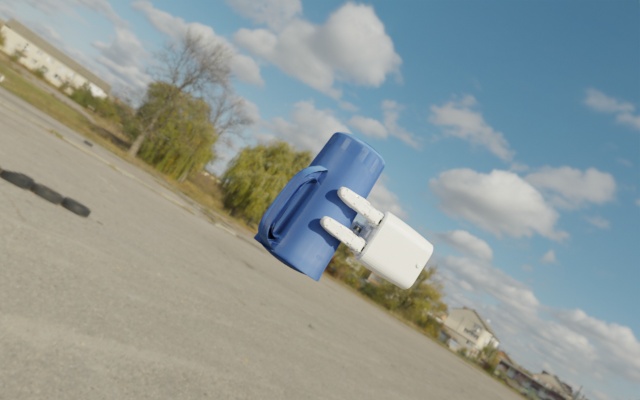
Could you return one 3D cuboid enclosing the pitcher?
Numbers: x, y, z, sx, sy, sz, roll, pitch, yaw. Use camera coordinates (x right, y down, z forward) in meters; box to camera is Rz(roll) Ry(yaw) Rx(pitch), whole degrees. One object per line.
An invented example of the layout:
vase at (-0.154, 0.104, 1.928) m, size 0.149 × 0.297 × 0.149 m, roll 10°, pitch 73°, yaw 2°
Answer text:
pitcher at (0.000, 0.003, 0.813) m, size 0.145 × 0.243 × 0.149 m, roll 34°, pitch -6°, yaw -9°
